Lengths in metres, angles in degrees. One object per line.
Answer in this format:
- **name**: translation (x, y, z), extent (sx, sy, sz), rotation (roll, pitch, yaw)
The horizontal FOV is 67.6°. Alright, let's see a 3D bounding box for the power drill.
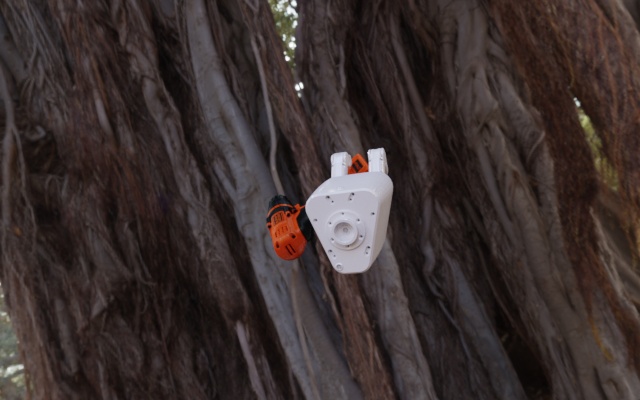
- **power drill**: translation (0.001, 0.002, 0.755), extent (0.187, 0.057, 0.184), rotation (-32, 25, 4)
